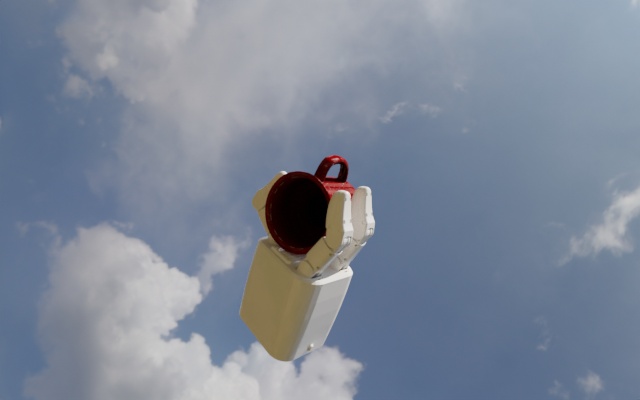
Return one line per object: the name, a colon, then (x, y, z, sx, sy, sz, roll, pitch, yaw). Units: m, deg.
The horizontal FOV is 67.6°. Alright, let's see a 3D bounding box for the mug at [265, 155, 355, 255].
mug: (0.001, 0.000, 0.558, 0.093, 0.117, 0.081, 29, 17, 29)
